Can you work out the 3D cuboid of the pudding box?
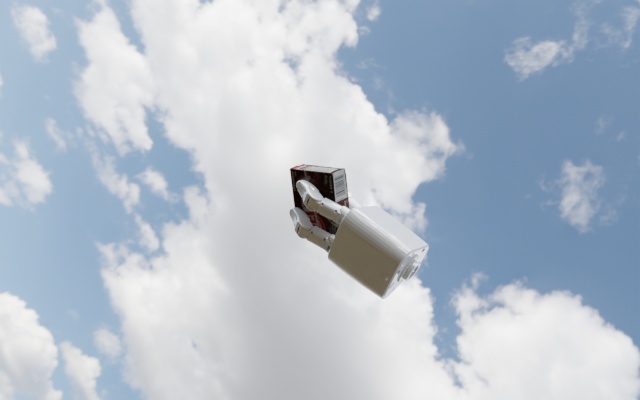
[{"bbox_3d":[0.000,0.002,0.754,0.090,0.113,0.039,9,20,39],"label":"pudding box"}]
